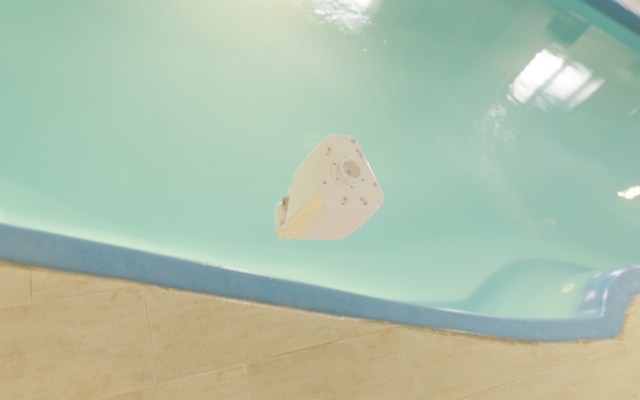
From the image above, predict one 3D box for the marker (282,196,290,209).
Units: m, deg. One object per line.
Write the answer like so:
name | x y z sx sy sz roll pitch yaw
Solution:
marker | 0.000 0.002 0.732 0.121 0.020 0.020 0 0 -26
